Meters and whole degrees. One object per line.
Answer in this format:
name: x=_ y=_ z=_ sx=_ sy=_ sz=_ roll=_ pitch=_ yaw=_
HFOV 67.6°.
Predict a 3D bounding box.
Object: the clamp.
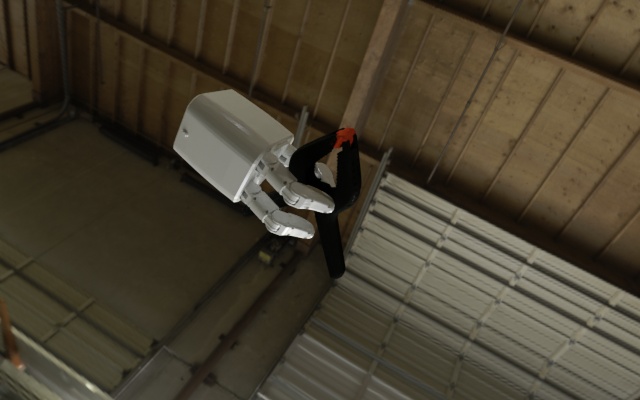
clamp: x=0.001 y=0.001 z=0.594 sx=0.210 sy=0.164 sz=0.036 roll=-54 pitch=-4 yaw=41
